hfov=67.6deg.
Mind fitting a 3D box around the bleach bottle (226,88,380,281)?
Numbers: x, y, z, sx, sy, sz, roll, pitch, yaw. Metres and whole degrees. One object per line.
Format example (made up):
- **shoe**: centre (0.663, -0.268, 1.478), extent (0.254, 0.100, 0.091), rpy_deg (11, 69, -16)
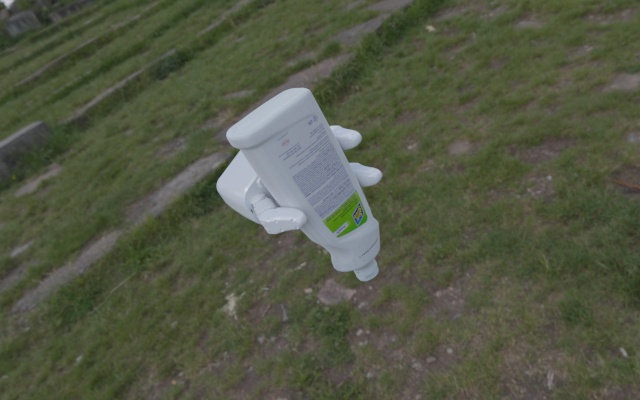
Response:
- **bleach bottle**: centre (0.000, 0.002, 0.557), extent (0.102, 0.251, 0.068), rpy_deg (-39, 28, -18)
